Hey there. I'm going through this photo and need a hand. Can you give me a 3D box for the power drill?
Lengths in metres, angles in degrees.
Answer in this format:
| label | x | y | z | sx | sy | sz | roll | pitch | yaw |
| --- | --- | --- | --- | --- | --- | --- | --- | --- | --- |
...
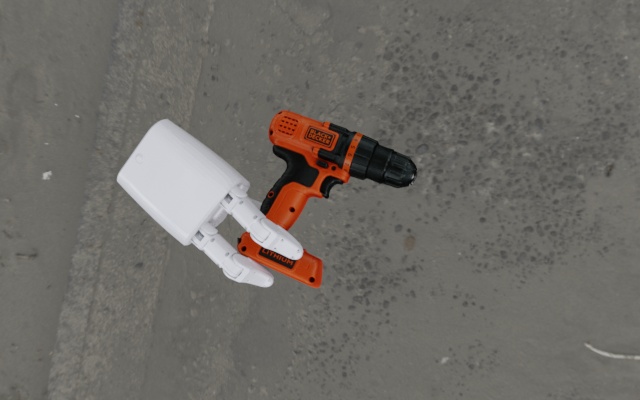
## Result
| label | x | y | z | sx | sy | sz | roll | pitch | yaw |
| --- | --- | --- | --- | --- | --- | --- | --- | --- | --- |
| power drill | 0.000 | 0.002 | 0.558 | 0.184 | 0.187 | 0.057 | 21 | -10 | 11 |
